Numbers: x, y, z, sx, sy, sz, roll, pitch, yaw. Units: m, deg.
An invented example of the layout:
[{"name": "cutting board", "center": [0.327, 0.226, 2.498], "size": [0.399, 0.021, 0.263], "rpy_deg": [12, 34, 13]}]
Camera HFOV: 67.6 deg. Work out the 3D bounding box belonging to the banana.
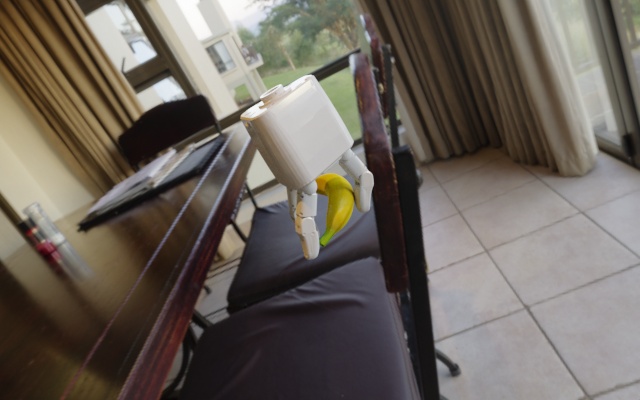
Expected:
[{"name": "banana", "center": [0.016, -0.006, 0.708], "size": [0.069, 0.037, 0.197], "rpy_deg": [-31, 22, 11]}]
